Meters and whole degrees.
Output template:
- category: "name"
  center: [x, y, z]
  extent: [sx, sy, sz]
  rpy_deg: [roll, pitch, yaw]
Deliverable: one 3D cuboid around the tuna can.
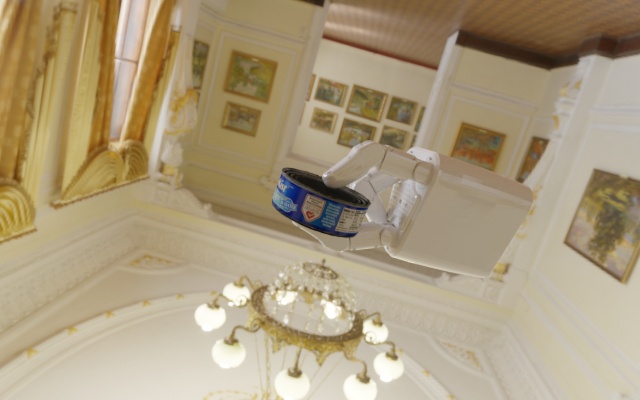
- category: "tuna can"
  center: [0.000, 0.002, 0.434]
  extent: [0.086, 0.034, 0.086]
  rpy_deg: [21, 11, -4]
